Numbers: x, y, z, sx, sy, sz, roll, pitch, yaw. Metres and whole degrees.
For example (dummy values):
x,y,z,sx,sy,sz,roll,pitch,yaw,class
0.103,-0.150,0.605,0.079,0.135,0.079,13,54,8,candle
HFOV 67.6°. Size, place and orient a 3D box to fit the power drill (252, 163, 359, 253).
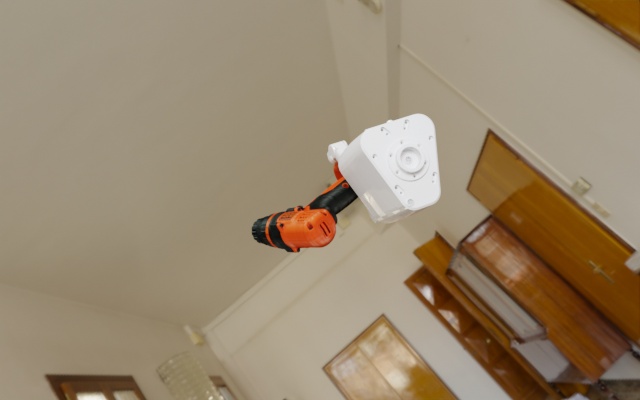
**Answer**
x,y,z,sx,sy,sz,roll,pitch,yaw,class
0.001,0.002,0.690,0.187,0.057,0.184,-43,21,-28,power drill
